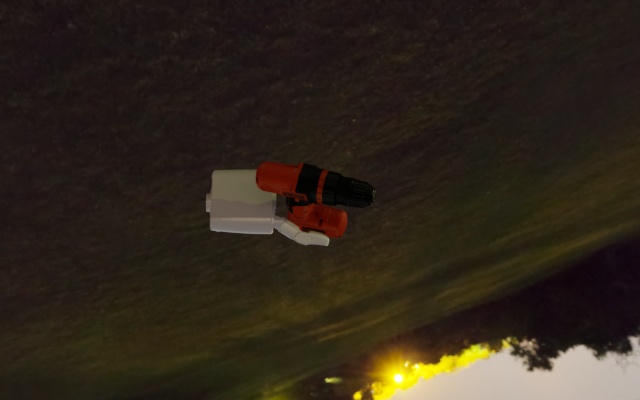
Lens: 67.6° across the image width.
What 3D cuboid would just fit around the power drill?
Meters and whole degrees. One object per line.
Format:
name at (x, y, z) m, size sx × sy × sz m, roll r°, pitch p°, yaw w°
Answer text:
power drill at (0.000, 0.003, 0.777) m, size 0.184 × 0.057 × 0.188 m, roll 13°, pitch -22°, yaw 12°
